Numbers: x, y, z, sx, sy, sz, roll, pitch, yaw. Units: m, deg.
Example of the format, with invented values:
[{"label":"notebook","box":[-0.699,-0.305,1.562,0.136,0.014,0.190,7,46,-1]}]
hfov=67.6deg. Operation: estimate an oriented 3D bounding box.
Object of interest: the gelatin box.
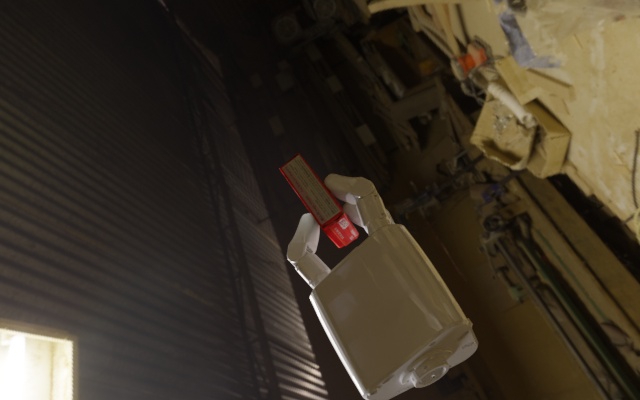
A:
[{"label":"gelatin box","box":[0.000,0.002,0.509,0.030,0.089,0.073,-37,-27,0]}]
